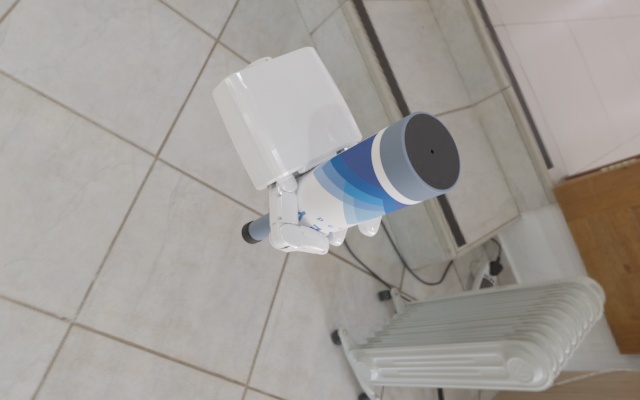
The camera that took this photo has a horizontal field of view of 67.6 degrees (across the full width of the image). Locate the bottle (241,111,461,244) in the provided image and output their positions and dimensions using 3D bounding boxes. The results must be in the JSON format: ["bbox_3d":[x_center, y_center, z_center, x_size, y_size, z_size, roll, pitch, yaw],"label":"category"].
[{"bbox_3d":[0.000,0.002,0.477,0.069,0.069,0.296,0,-15,-37],"label":"bottle"}]
